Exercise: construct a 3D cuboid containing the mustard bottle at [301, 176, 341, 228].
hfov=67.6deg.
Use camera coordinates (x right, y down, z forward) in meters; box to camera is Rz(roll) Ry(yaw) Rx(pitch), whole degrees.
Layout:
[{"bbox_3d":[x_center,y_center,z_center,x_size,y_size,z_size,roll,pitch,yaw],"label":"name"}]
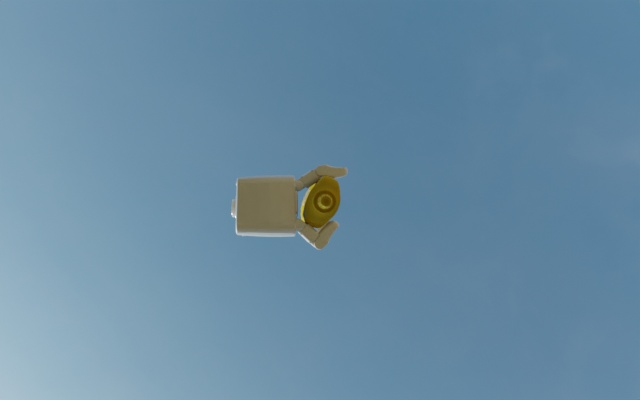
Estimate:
[{"bbox_3d":[0.000,0.003,0.879,0.058,0.096,0.191,24,-3,-4],"label":"mustard bottle"}]
